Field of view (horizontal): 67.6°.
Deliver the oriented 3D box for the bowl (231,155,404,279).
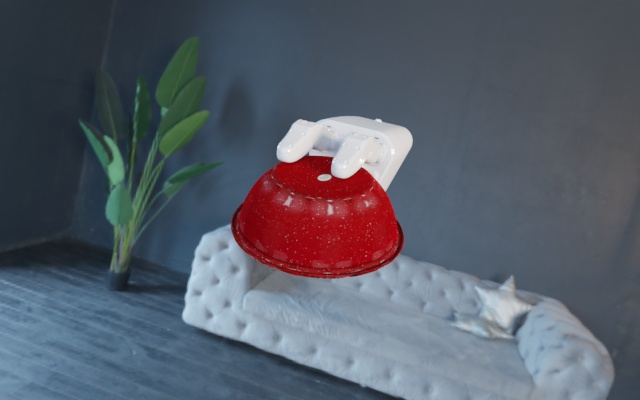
[{"bbox_3d":[0.000,0.002,0.435,0.162,0.055,0.162,5,28,-3],"label":"bowl"}]
